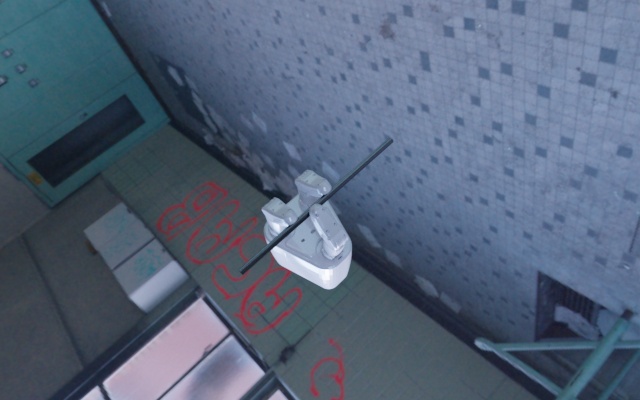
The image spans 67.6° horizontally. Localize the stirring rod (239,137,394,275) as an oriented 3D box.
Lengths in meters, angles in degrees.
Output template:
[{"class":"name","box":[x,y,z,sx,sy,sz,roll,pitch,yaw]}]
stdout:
[{"class":"stirring rod","box":[0.000,0.002,0.552,0.239,0.011,0.011,-41,14,-16]}]
